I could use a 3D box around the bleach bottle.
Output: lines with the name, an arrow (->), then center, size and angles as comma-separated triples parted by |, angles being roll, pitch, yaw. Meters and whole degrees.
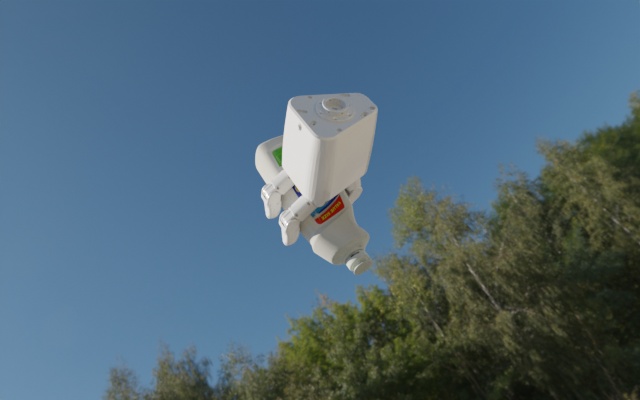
bleach bottle -> 0.000, 0.002, 0.694 | 0.102, 0.068, 0.250 | -20, 53, -24
